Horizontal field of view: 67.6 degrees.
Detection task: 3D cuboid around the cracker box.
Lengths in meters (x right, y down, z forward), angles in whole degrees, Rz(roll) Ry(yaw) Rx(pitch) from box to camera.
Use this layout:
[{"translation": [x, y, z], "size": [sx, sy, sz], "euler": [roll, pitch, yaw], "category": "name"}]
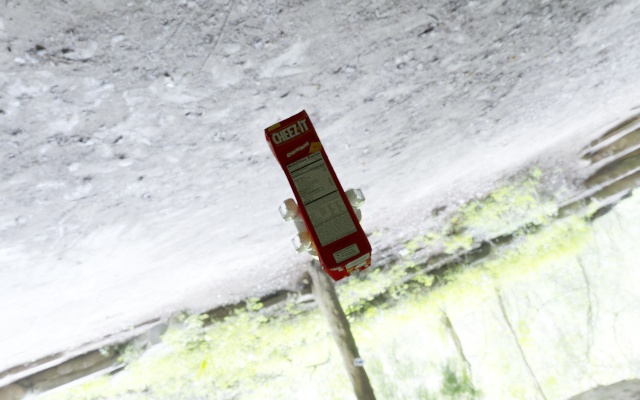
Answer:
[{"translation": [0.000, 0.002, 0.689], "size": [0.072, 0.213, 0.164], "euler": [-25, -15, -1], "category": "cracker box"}]
